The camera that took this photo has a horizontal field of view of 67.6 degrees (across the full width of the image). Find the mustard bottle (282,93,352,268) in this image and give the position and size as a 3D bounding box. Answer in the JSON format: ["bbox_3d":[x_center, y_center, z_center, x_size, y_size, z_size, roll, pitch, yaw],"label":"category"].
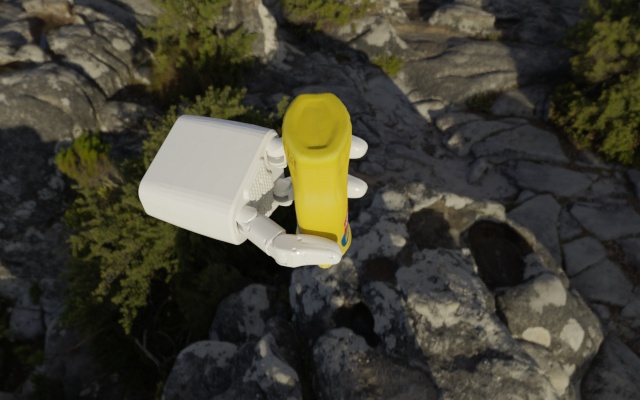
[{"bbox_3d":[0.000,0.001,0.458,0.058,0.096,0.192,-4,-44,0],"label":"mustard bottle"}]
